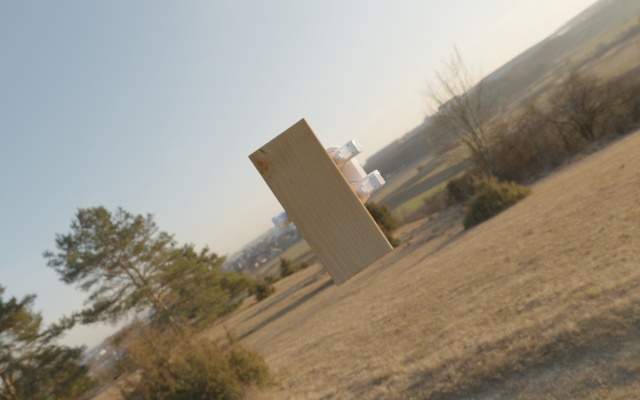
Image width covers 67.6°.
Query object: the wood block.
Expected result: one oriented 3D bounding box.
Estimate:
[{"bbox_3d":[0.000,0.002,0.657,0.091,0.206,0.090,-35,2,0],"label":"wood block"}]
